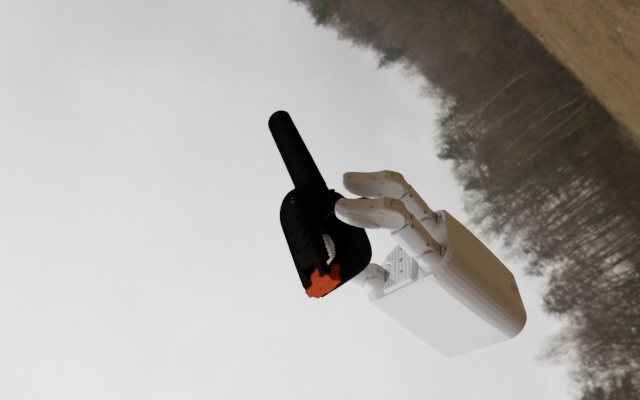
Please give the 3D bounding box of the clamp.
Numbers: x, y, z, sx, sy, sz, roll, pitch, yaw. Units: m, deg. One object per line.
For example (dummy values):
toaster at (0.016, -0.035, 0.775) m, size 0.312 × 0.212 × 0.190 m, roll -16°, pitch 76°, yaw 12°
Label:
clamp at (0.000, 0.002, 0.440) m, size 0.036 × 0.164 × 0.210 m, roll -44°, pitch 15°, yaw 27°
